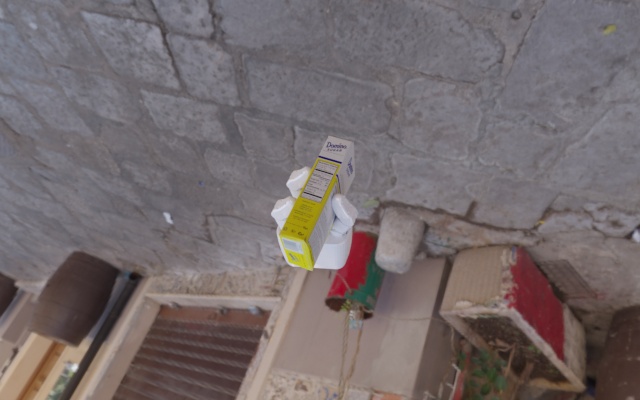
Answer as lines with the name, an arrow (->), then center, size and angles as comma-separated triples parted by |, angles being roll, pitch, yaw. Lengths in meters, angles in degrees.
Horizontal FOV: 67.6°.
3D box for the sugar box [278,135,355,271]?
sugar box -> 0.000, 0.002, 0.691 | 0.048, 0.176, 0.093 | 15, -29, 14
